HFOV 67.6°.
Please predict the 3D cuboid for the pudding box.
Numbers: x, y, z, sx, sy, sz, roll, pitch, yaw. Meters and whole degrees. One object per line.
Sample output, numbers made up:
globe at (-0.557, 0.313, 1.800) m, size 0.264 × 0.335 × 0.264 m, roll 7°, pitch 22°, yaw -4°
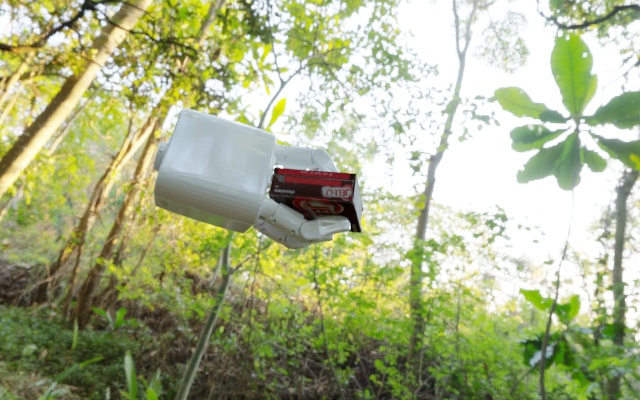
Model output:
pudding box at (0.000, 0.002, 0.538) m, size 0.090 × 0.039 × 0.113 m, roll 6°, pitch -16°, yaw 12°
